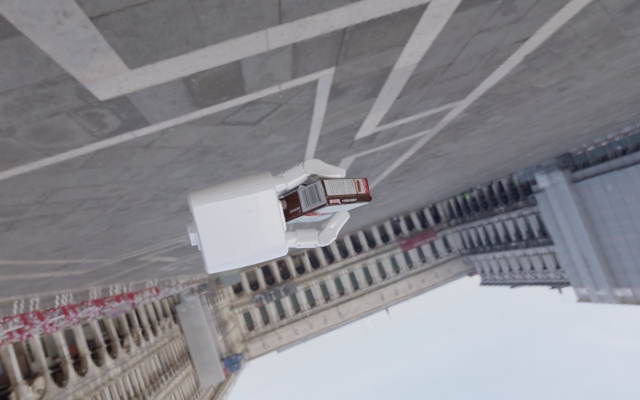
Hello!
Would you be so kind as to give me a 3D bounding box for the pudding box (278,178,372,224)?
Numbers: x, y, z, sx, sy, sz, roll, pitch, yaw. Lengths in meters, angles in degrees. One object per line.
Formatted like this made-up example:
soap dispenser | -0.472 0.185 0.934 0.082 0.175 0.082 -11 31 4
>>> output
pudding box | 0.000 0.002 0.661 0.090 0.039 0.113 -6 -10 -43
